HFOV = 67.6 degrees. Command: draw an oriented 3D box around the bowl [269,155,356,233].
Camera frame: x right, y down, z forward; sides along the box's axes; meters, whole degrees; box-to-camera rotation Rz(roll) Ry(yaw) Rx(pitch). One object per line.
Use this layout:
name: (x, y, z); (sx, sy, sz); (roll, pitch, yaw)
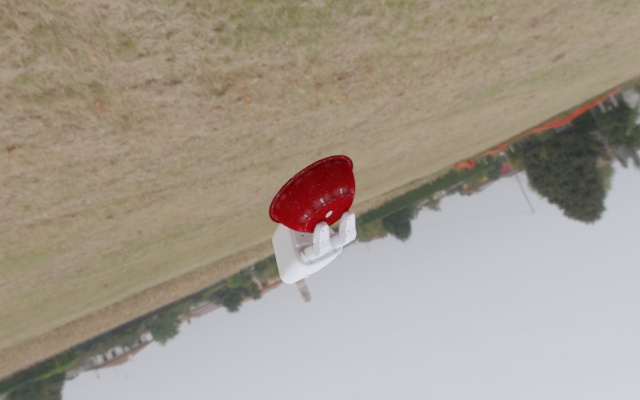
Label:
bowl: (0.000, 0.002, 0.760); (0.162, 0.055, 0.162); (-30, -24, -15)
